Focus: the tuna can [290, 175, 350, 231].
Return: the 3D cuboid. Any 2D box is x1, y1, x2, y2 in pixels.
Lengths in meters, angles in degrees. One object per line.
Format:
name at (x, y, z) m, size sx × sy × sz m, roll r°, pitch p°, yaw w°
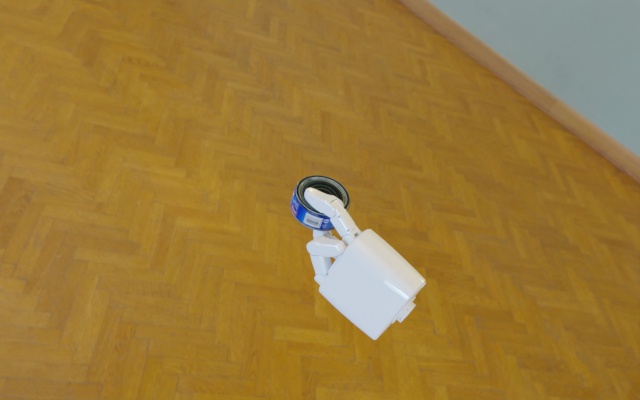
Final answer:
tuna can at (0.000, 0.002, 0.708) m, size 0.086 × 0.086 × 0.034 m, roll 0°, pitch -43°, yaw -19°
